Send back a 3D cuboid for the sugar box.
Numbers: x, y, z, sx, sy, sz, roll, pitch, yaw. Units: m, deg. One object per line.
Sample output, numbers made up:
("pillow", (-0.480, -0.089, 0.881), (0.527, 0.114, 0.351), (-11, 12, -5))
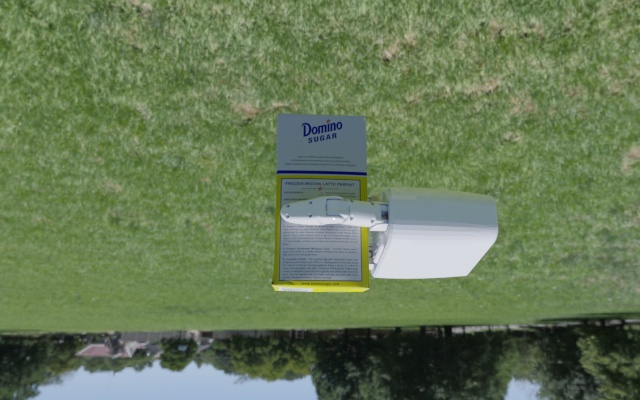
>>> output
("sugar box", (0.000, 0.002, 0.483), (0.093, 0.176, 0.048), (2, -17, -3))
